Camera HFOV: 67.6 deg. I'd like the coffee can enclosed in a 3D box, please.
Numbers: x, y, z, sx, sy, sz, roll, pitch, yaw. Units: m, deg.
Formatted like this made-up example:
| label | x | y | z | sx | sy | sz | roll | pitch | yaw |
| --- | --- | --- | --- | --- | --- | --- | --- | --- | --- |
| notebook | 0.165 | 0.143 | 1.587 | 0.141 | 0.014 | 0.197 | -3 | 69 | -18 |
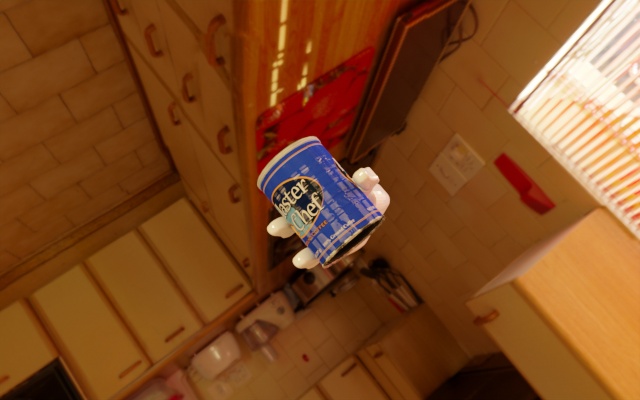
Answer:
| label | x | y | z | sx | sy | sz | roll | pitch | yaw |
| --- | --- | --- | --- | --- | --- | --- | --- | --- | --- |
| coffee can | 0.000 | 0.002 | 0.621 | 0.103 | 0.140 | 0.103 | -37 | -13 | -10 |
